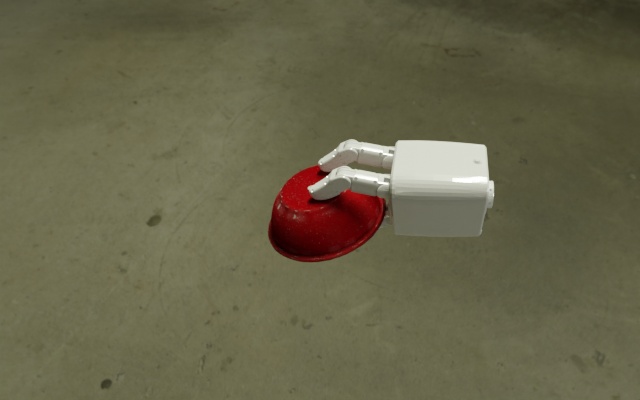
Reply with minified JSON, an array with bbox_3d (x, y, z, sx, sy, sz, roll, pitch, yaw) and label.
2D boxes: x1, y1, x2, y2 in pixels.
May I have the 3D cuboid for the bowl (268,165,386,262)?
[{"bbox_3d":[-0.001,0.002,0.616,0.162,0.055,0.162,-13,38,10],"label":"bowl"}]
